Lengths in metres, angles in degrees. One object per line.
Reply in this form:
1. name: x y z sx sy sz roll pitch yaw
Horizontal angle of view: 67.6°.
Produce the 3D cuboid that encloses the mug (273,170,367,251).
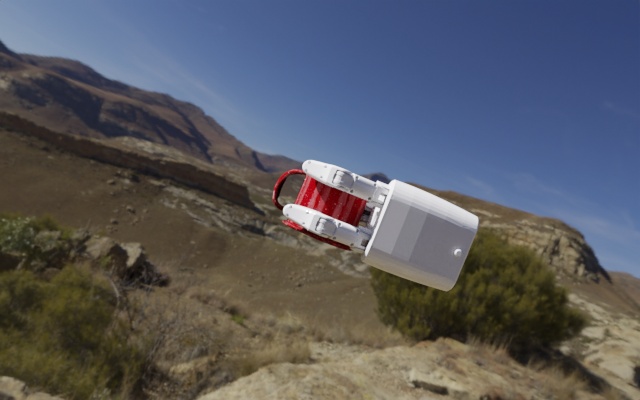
1. mug: -0.001 0.001 0.584 0.117 0.081 0.093 22 0 -1
